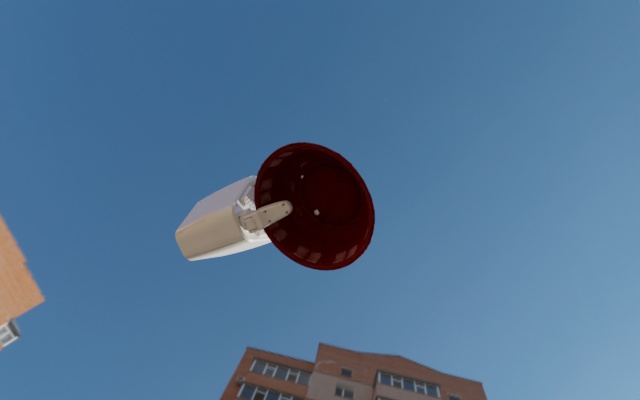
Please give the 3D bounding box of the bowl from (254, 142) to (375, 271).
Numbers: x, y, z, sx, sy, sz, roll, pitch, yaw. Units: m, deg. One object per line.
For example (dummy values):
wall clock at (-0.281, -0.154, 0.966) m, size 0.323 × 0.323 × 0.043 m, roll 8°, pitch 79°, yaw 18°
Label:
bowl at (0.001, 0.002, 0.585) m, size 0.162 × 0.162 × 0.055 m, roll 0°, pitch 19°, yaw 29°
